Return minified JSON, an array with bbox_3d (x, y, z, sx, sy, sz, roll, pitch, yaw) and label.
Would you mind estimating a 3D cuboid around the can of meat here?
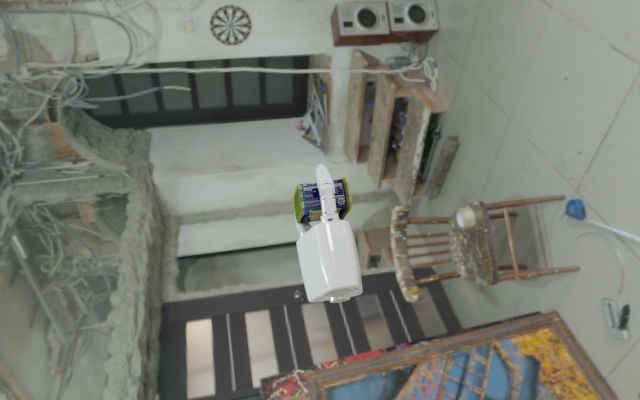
[{"bbox_3d":[0.000,0.003,0.815,0.084,0.057,0.102,-7,-16,-11],"label":"can of meat"}]
